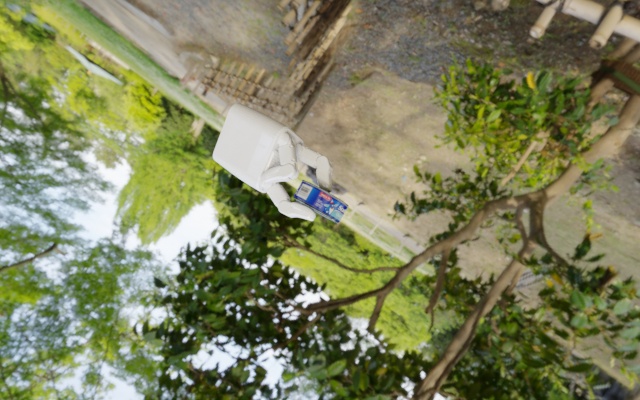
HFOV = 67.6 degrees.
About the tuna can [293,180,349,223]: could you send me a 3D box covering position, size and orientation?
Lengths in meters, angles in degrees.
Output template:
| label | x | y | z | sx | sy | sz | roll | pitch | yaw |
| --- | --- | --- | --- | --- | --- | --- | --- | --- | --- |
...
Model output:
| label | x | y | z | sx | sy | sz | roll | pitch | yaw |
| --- | --- | --- | --- | --- | --- | --- | --- | --- | --- |
| tuna can | 0.000 | 0.003 | 0.761 | 0.086 | 0.034 | 0.086 | 29 | -3 | 2 |
